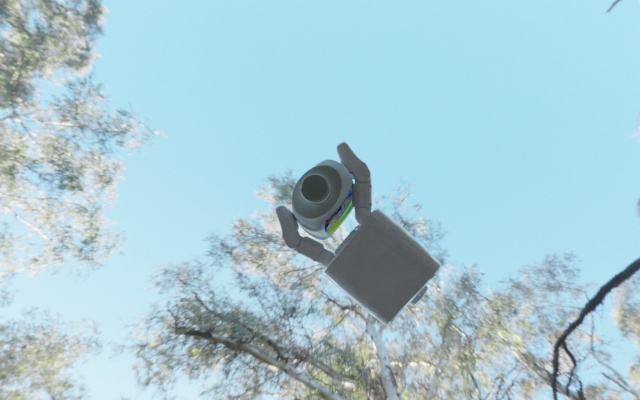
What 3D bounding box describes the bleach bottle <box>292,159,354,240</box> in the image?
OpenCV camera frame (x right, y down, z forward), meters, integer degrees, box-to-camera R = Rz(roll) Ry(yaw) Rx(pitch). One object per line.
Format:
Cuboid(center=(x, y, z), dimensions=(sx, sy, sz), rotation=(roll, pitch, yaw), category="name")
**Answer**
Cuboid(center=(0.000, 0.002, 0.621), dimensions=(0.068, 0.102, 0.251), rotation=(40, 1, 7), category="bleach bottle")
